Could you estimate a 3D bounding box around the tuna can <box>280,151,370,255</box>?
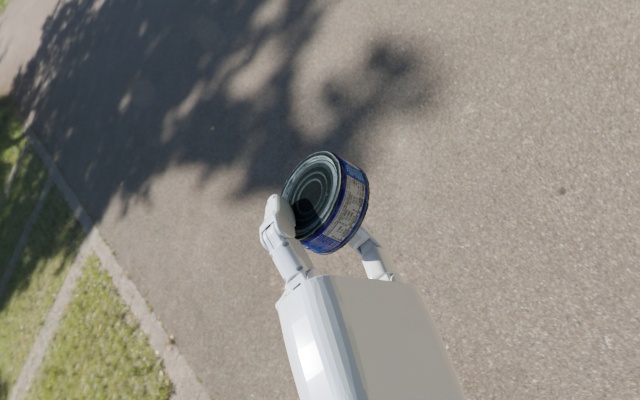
[{"bbox_3d":[0.000,0.001,0.413,0.034,0.086,0.086,27,-16,-35],"label":"tuna can"}]
